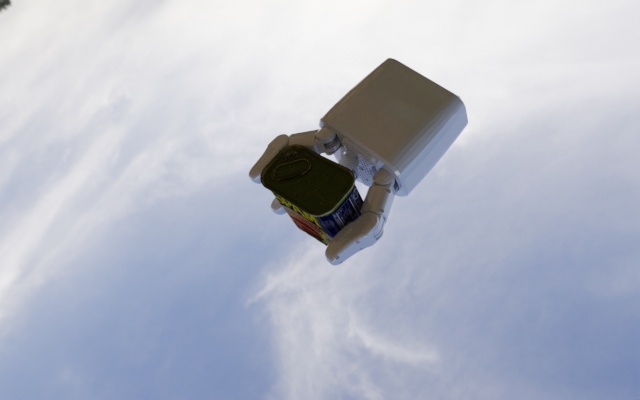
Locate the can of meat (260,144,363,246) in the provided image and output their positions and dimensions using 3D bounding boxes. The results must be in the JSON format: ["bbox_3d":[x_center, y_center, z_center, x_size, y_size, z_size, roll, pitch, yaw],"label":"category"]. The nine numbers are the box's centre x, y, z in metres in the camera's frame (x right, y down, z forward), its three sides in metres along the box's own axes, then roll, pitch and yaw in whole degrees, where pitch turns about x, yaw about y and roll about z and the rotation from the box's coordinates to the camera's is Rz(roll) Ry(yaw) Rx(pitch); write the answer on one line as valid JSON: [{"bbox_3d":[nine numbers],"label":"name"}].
[{"bbox_3d":[0.000,0.002,0.480,0.102,0.057,0.084,30,-18,39],"label":"can of meat"}]
